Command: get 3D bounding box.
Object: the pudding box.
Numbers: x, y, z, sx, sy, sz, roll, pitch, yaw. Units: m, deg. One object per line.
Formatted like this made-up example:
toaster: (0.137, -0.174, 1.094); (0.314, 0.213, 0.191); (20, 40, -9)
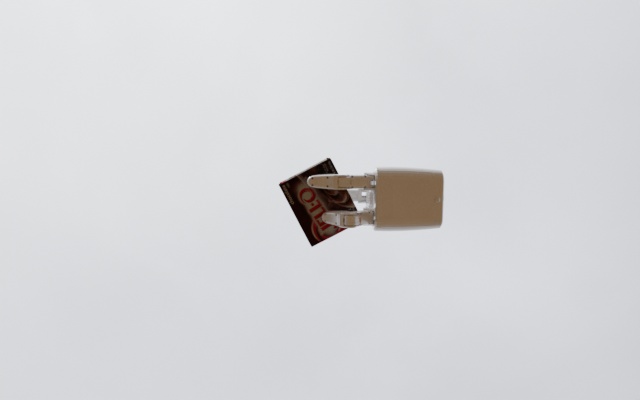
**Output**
pudding box: (0.000, 0.002, 0.743); (0.090, 0.113, 0.039); (-28, 6, 0)
